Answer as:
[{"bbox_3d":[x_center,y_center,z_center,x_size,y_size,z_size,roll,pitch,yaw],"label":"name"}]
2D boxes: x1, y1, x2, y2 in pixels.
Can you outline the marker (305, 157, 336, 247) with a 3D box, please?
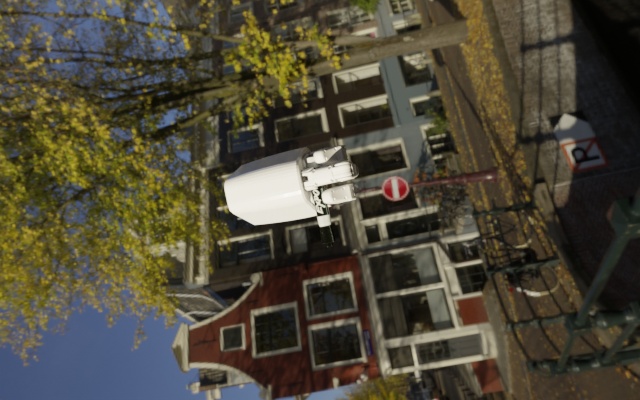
[{"bbox_3d":[0.000,0.002,0.634,0.020,0.121,0.020,-12,-1,0],"label":"marker"}]
